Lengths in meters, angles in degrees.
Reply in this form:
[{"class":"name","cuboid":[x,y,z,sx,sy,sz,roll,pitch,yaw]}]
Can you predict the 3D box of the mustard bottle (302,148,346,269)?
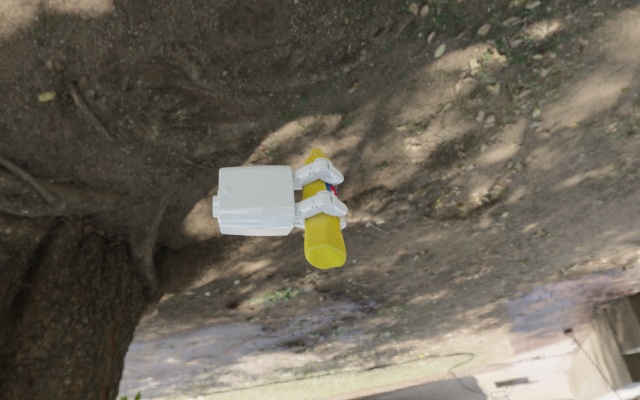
[{"class":"mustard bottle","cuboid":[0.000,0.003,0.742,0.058,0.191,0.096,-12,-28,12]}]
